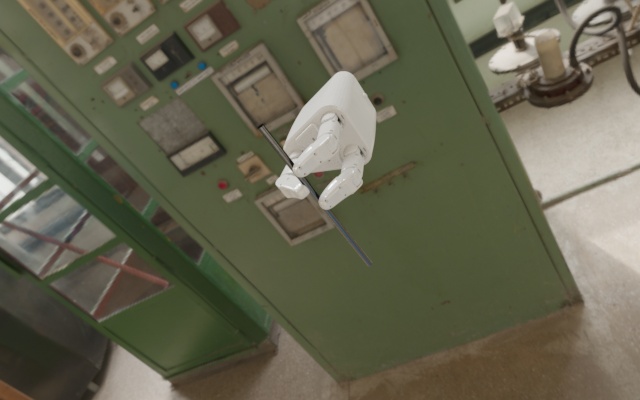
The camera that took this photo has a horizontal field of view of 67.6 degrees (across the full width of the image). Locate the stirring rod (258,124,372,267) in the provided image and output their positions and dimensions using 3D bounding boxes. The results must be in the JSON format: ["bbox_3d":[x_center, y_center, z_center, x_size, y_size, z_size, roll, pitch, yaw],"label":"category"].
[{"bbox_3d":[0.000,0.002,0.580,0.011,0.011,0.240,0,-44,49],"label":"stirring rod"}]
